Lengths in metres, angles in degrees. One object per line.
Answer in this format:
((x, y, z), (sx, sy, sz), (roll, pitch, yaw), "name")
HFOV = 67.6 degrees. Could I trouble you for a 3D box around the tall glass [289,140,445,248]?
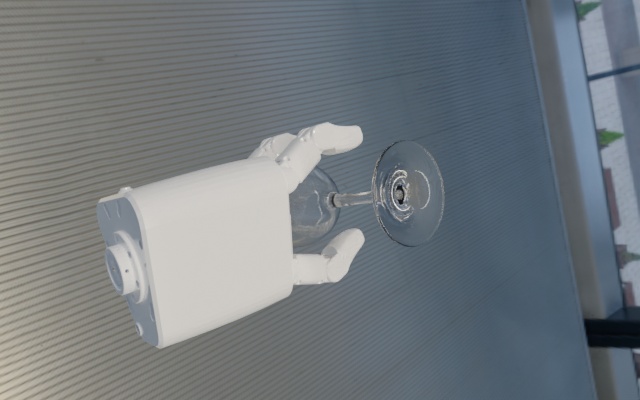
((0.001, 0.001, 0.406), (0.079, 0.079, 0.201), (0, -4, -39), "tall glass")
